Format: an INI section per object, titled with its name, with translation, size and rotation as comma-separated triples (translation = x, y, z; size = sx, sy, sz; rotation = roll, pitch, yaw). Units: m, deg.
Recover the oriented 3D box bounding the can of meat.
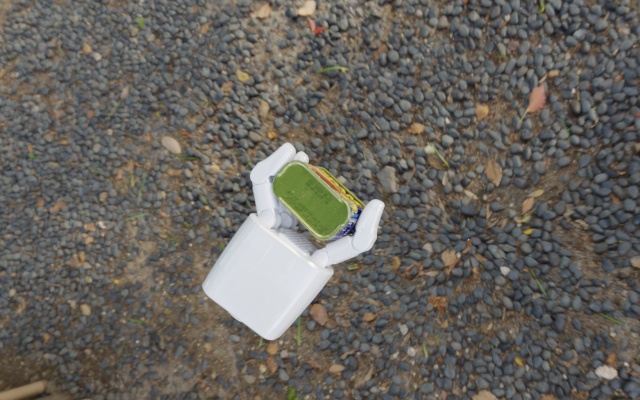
[can of meat]
translation = 0.000, 0.002, 0.553
size = 0.102, 0.057, 0.084
rotation = 44, 9, 16
